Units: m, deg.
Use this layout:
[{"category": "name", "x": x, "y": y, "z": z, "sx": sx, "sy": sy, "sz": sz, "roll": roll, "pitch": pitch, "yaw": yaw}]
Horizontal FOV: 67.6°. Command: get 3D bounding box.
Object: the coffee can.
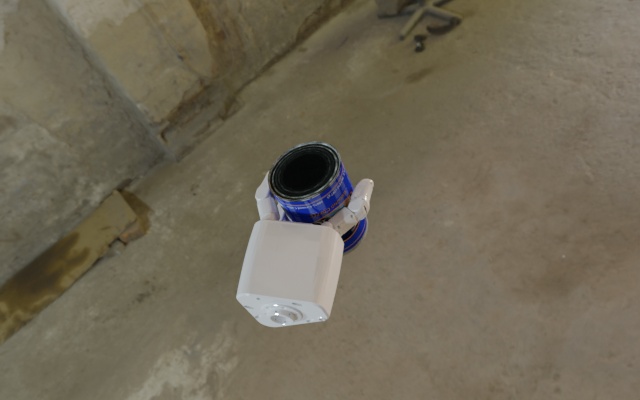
[{"category": "coffee can", "x": 0.000, "y": 0.002, "z": 0.670, "sx": 0.103, "sy": 0.102, "sz": 0.140, "roll": 0, "pitch": -37, "yaw": 24}]
